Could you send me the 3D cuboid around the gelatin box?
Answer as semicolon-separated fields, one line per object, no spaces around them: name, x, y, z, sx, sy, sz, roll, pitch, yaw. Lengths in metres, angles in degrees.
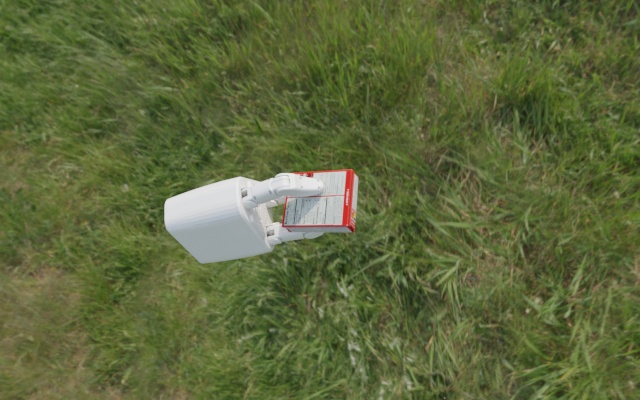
gelatin box;0.000;0.002;0.593;0.089;0.073;0.030;-2;-21;22
